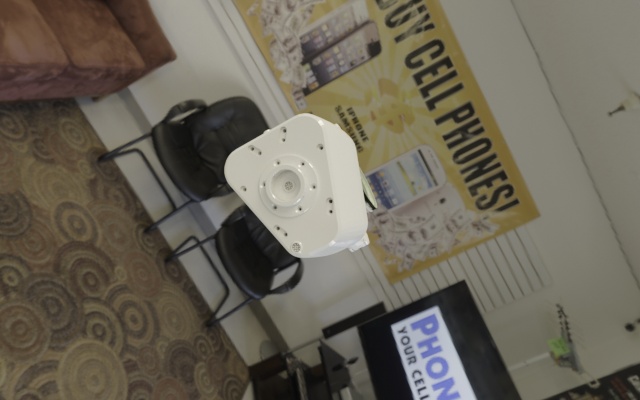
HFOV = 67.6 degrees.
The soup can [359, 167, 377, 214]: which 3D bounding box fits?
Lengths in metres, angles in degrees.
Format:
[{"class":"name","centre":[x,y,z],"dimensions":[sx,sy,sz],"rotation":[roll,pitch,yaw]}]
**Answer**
[{"class":"soup can","centre":[0.001,0.002,0.508],"dimensions":[0.102,0.068,0.068],"rotation":[-27,-6,12]}]
